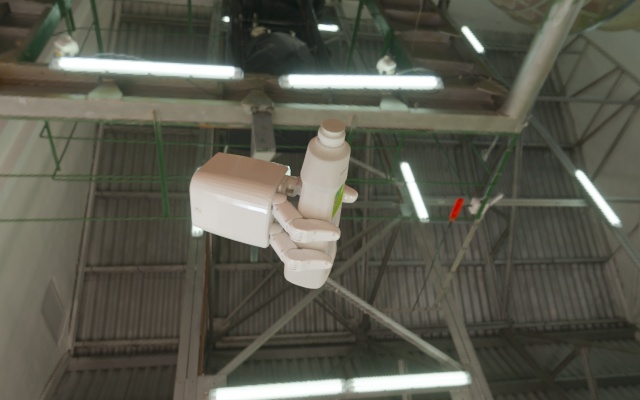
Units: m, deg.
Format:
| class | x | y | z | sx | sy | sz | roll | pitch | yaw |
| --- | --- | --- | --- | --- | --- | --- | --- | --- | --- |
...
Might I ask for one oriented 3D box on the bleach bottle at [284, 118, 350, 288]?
| class | x | y | z | sx | sy | sz | roll | pitch | yaw |
| --- | --- | --- | --- | --- | --- | --- | --- | --- | --- |
| bleach bottle | 0.000 | 0.002 | 0.627 | 0.068 | 0.251 | 0.102 | 15 | 42 | 5 |
